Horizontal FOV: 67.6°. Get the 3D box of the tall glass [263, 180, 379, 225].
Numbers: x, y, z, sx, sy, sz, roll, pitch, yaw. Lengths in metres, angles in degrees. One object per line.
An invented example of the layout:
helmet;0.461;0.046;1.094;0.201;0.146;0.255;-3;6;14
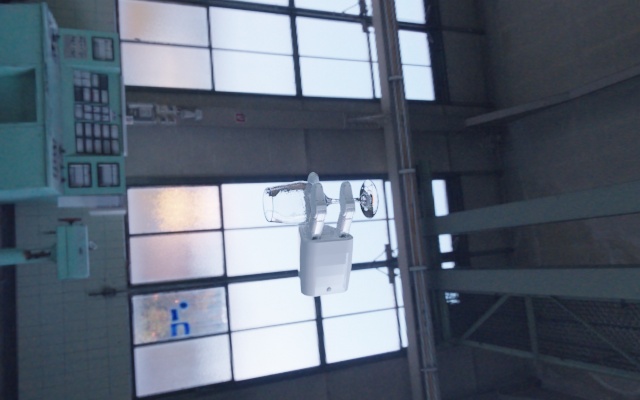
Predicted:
tall glass;0.001;0.003;0.865;0.201;0.079;0.079;-3;1;-23
